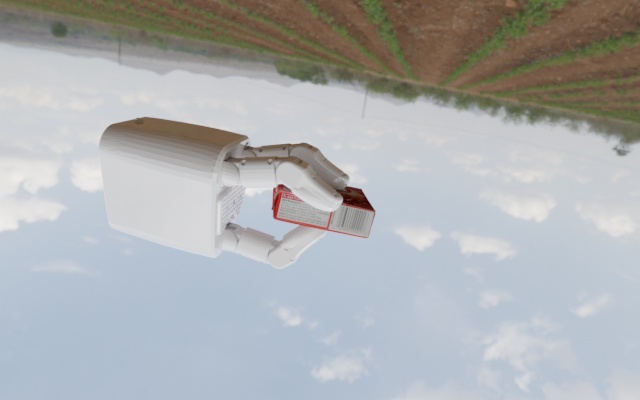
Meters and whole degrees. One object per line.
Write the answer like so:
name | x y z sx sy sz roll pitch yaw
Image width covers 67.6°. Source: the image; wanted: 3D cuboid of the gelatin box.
gelatin box | 0.000 0.002 0.443 0.089 0.030 0.073 12 15 -8
